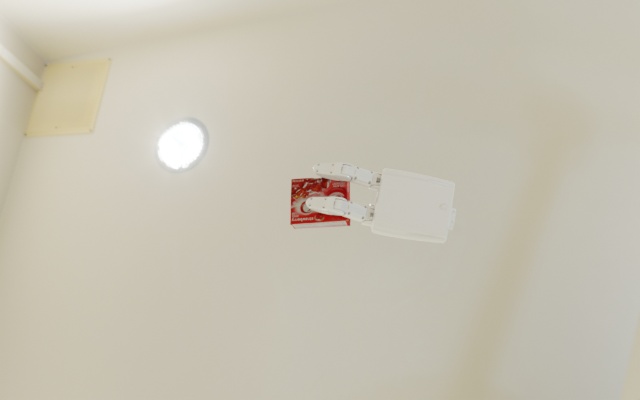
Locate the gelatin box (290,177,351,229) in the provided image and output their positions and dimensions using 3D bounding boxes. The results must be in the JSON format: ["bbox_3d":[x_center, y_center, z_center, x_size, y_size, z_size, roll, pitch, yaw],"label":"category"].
[{"bbox_3d":[0.000,0.003,0.720,0.089,0.073,0.030,-4,-20,11],"label":"gelatin box"}]
